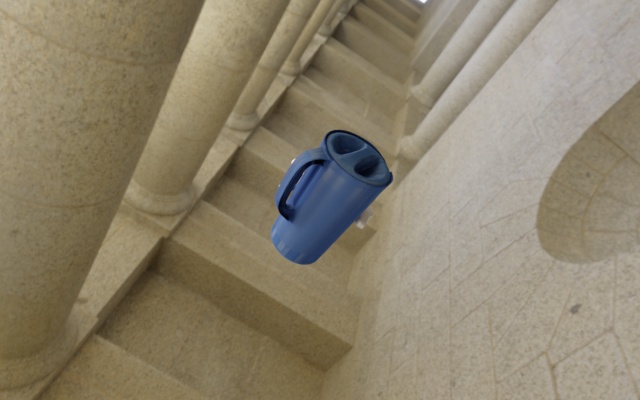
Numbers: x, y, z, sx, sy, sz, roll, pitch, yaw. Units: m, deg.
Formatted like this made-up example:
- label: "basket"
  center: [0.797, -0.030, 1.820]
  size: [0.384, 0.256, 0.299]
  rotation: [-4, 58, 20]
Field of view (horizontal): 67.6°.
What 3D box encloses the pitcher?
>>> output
- label: "pitcher"
  center: [0.000, 0.003, 0.840]
  size: [0.149, 0.243, 0.145]
  rotation: [35, 34, -2]
